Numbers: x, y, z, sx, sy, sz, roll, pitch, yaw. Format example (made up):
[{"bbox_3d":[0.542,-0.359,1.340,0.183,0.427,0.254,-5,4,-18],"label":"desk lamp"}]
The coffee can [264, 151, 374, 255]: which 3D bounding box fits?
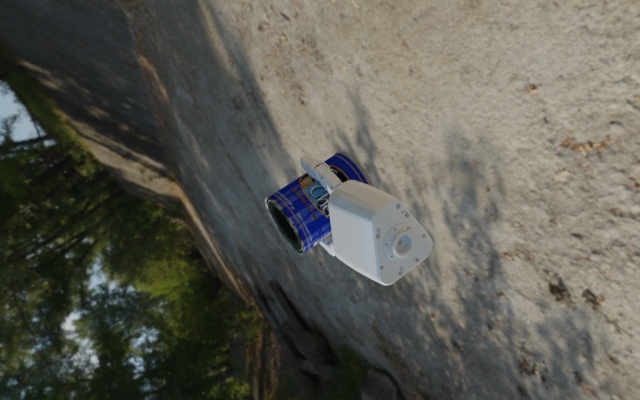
[{"bbox_3d":[0.000,0.002,0.737,0.140,0.103,0.103,-33,11,-17],"label":"coffee can"}]
